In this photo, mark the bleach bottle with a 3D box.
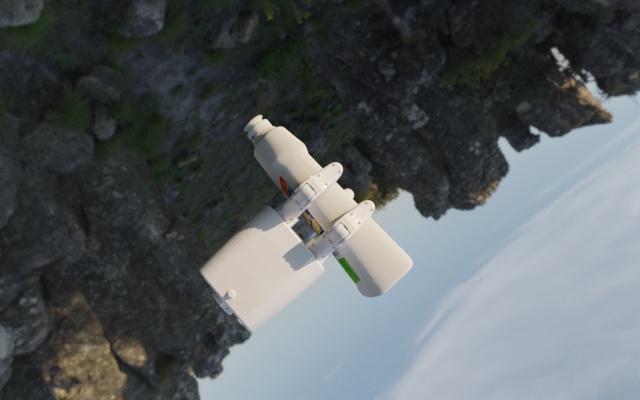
[{"bbox_3d":[0.000,0.002,0.578,0.068,0.251,0.102,-41,-3,-10],"label":"bleach bottle"}]
